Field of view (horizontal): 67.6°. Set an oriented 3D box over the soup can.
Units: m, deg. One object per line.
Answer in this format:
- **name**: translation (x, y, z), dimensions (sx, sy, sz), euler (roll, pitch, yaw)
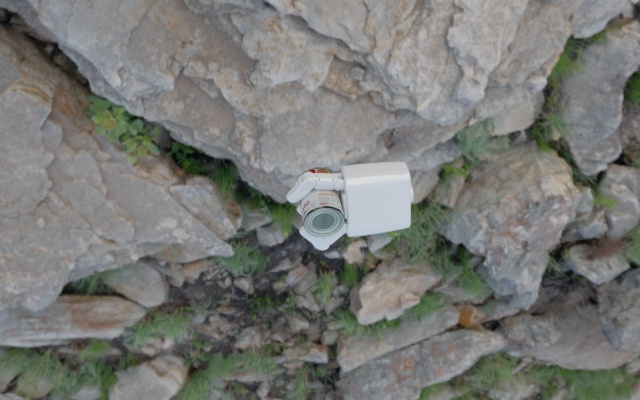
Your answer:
- **soup can**: translation (0.000, 0.003, 0.788), dimensions (0.068, 0.069, 0.102), euler (0, 41, -9)
